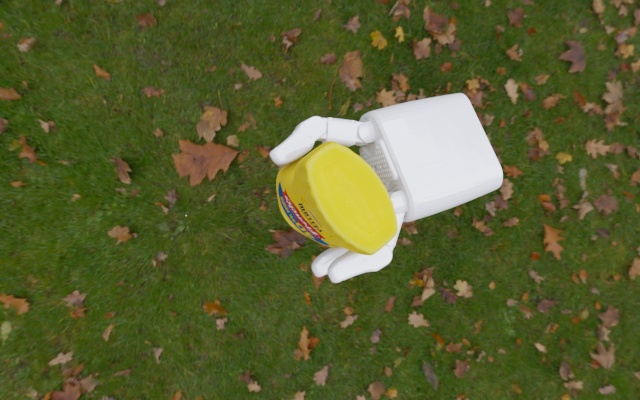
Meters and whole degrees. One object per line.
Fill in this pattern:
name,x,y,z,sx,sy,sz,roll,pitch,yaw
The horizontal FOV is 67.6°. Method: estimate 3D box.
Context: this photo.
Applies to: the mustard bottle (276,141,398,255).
mustard bottle,0.000,0.002,0.462,0.058,0.096,0.191,-40,9,-14
